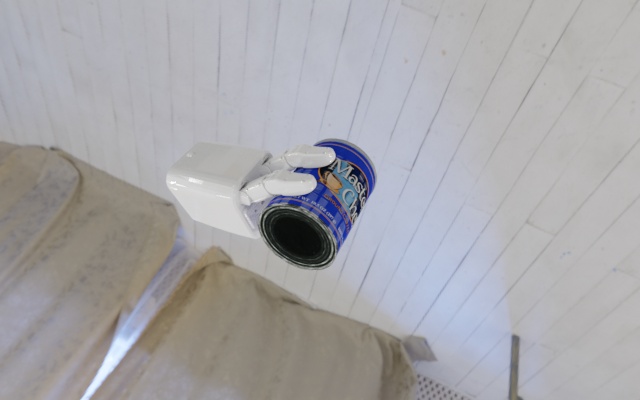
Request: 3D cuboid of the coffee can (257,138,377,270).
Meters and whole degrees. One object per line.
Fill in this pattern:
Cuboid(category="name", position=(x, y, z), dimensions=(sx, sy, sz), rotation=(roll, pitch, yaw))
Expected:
Cuboid(category="coffee can", position=(0.000, 0.002, 0.598), dimensions=(0.103, 0.103, 0.140), rotation=(0, 38, 31))
